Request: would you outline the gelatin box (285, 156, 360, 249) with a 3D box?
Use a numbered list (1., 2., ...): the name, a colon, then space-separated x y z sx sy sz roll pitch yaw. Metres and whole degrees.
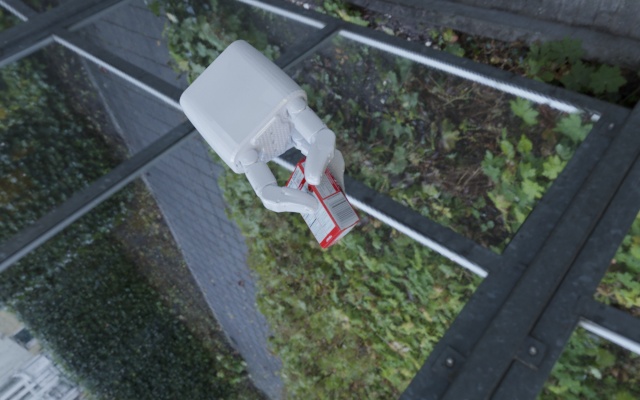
1. gelatin box: 0.000 0.002 0.529 0.030 0.089 0.073 -27 -12 -23
